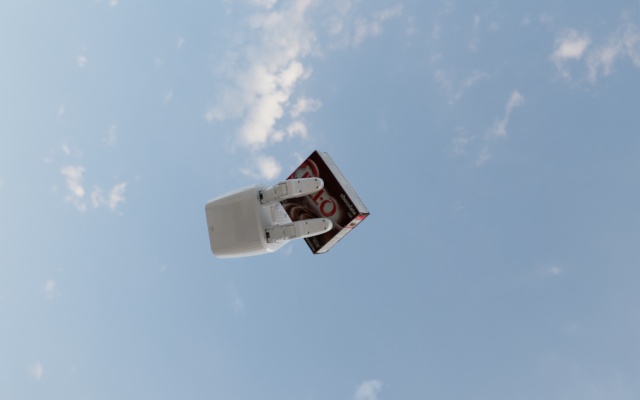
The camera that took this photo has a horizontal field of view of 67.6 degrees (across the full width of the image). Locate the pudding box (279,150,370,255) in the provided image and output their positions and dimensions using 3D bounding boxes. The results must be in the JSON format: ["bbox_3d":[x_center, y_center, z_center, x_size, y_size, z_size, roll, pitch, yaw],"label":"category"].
[{"bbox_3d":[0.000,0.002,0.649,0.090,0.113,0.039,-44,-20,24],"label":"pudding box"}]
